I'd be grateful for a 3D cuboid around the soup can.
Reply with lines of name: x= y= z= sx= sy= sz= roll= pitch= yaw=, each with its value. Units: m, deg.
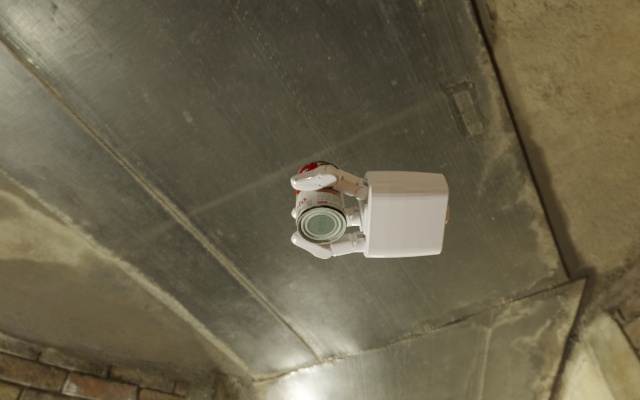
soup can: x=0.000 y=0.002 z=0.652 sx=0.068 sy=0.069 sz=0.102 roll=0 pitch=39 yaw=-3
